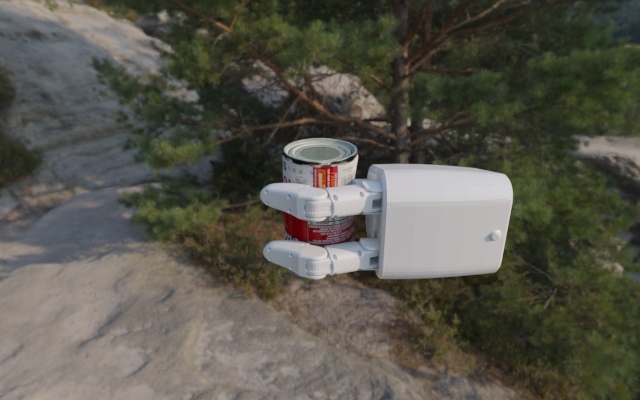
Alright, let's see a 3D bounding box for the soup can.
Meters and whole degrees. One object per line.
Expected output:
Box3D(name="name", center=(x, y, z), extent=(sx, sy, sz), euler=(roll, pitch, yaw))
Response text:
Box3D(name="soup can", center=(0.000, 0.001, 0.436), extent=(0.068, 0.102, 0.068), euler=(0, 25, 0))
